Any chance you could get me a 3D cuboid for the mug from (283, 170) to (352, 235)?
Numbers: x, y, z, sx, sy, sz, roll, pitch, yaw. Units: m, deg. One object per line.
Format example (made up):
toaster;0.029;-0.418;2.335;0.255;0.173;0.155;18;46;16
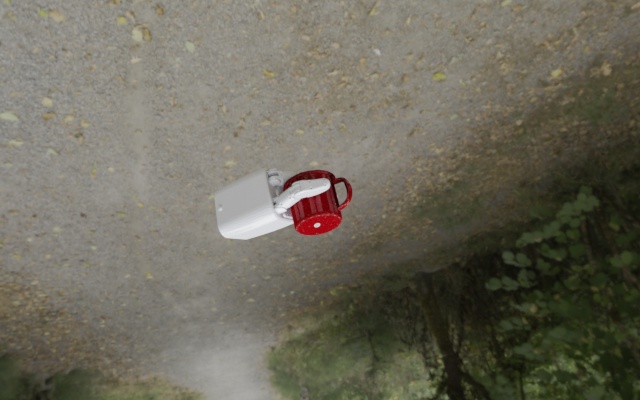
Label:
mug;0.001;0.002;0.800;0.117;0.081;0.093;-22;-28;17
